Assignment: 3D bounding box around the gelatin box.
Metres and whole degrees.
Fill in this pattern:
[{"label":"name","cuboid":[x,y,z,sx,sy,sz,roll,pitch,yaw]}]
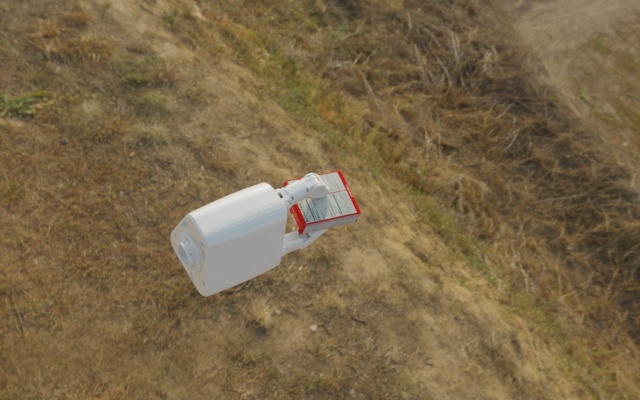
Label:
[{"label":"gelatin box","cuboid":[0.001,0.002,0.647,0.089,0.073,0.030,-12,-29,-25]}]
